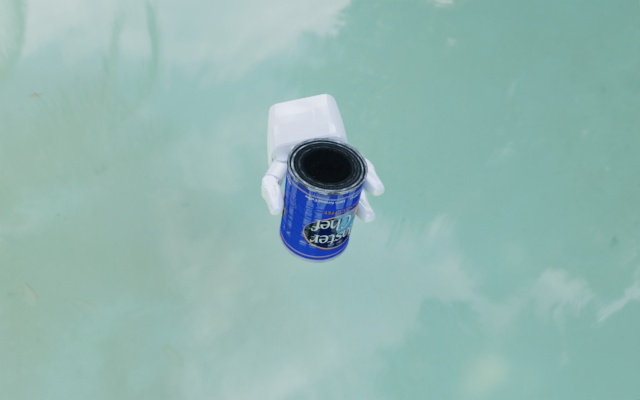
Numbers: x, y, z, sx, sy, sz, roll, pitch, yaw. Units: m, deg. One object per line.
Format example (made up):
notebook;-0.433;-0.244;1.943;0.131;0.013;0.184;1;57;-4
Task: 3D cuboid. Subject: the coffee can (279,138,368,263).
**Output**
coffee can;0.000;0.002;0.643;0.103;0.102;0.140;0;-43;-10
